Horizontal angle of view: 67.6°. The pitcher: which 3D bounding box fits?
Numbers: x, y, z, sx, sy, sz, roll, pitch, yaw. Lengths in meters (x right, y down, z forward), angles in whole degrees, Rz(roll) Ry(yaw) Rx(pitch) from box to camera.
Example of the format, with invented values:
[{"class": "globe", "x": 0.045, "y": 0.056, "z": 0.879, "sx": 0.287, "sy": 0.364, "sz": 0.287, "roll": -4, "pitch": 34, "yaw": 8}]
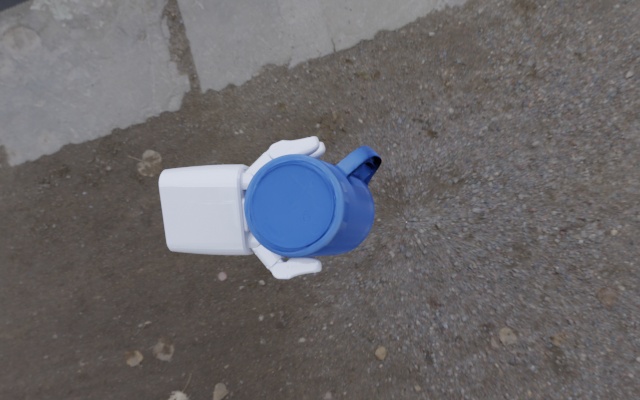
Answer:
[{"class": "pitcher", "x": 0.000, "y": 0.002, "z": 0.600, "sx": 0.145, "sy": 0.149, "sz": 0.243, "roll": 0, "pitch": -3, "yaw": 10}]
